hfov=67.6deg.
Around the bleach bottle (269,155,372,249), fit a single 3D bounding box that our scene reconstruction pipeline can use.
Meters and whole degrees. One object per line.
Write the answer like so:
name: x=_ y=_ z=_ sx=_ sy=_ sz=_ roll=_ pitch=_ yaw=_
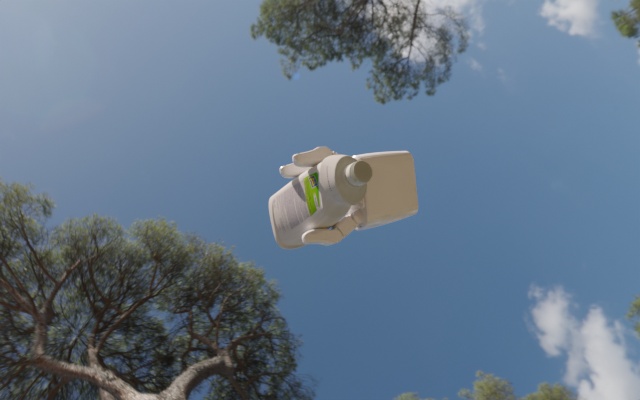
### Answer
bleach bottle: x=0.000 y=0.002 z=0.708 sx=0.068 sy=0.102 sz=0.251 roll=-10 pitch=-10 yaw=-29
